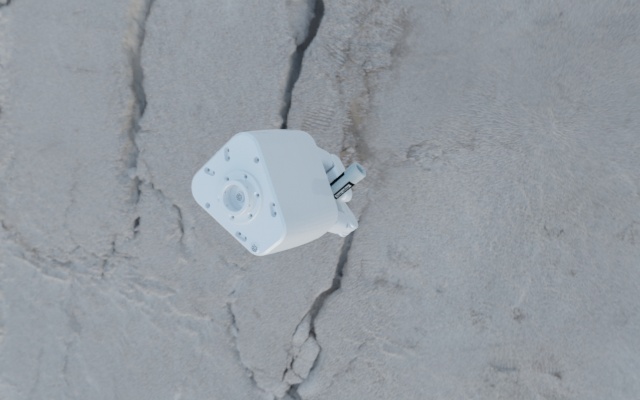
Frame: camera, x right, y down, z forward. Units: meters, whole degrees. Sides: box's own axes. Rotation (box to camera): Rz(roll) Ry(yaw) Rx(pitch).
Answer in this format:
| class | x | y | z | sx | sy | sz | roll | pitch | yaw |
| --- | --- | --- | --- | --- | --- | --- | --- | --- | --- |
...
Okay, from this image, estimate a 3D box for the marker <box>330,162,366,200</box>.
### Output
| class | x | y | z | sx | sy | sz | roll | pitch | yaw |
| --- | --- | --- | --- | --- | --- | --- | --- | --- | --- |
| marker | 0.000 | 0.002 | 0.528 | 0.121 | 0.020 | 0.020 | -40 | -19 | 25 |
